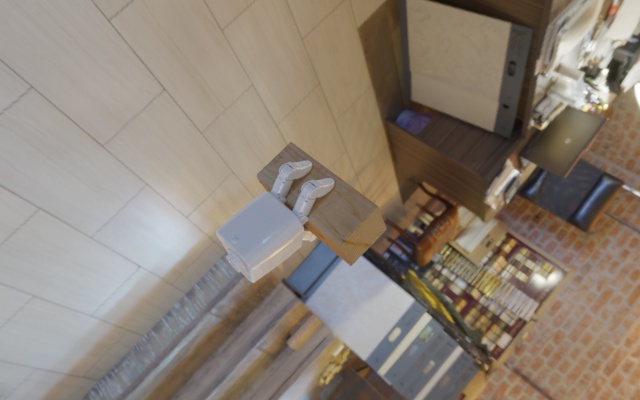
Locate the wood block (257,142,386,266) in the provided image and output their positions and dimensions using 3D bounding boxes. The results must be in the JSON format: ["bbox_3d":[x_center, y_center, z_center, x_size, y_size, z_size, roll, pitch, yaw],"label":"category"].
[{"bbox_3d":[0.000,0.003,0.807,0.206,0.090,0.091,39,-12,30],"label":"wood block"}]
